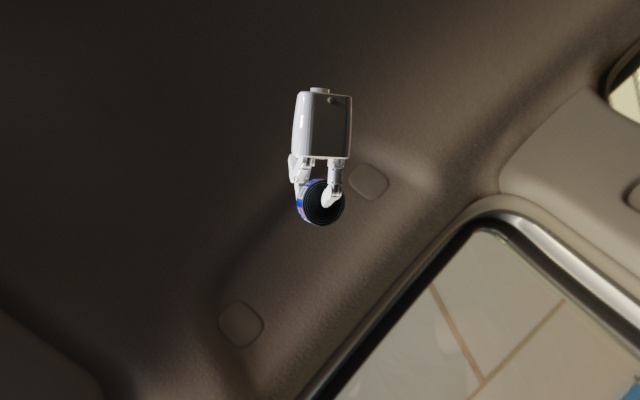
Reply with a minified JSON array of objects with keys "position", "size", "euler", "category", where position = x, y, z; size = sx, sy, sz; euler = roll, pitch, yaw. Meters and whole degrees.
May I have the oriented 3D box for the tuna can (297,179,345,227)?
[{"position":[0.000,0.003,0.873],"size":[0.086,0.086,0.033],"euler":[0,7,-26],"category":"tuna can"}]
